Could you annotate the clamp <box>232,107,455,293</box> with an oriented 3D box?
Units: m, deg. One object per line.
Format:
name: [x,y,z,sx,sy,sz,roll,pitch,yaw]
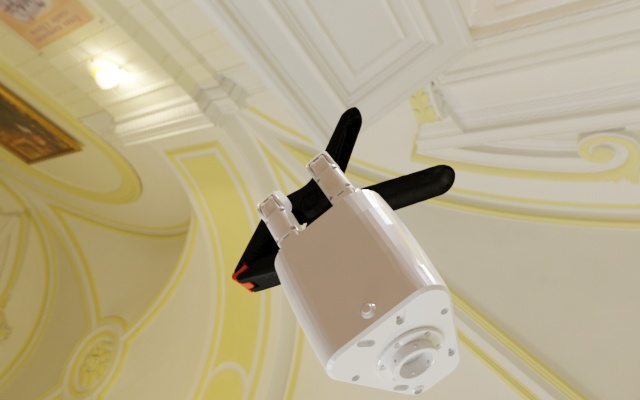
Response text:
clamp: [0.000,0.002,0.450,0.036,0.210,0.164,47,6,-39]
